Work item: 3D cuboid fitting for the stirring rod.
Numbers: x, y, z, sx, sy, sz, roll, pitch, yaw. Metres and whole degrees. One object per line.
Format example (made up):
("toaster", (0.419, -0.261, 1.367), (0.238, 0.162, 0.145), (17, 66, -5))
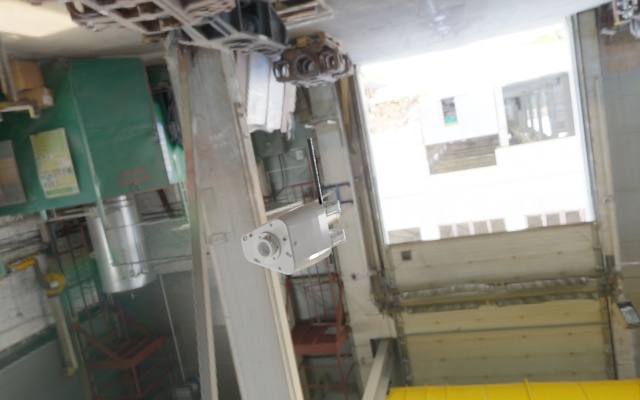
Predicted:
("stirring rod", (0.000, 0.003, 0.900), (0.011, 0.239, 0.011), (-10, 7, 1))
